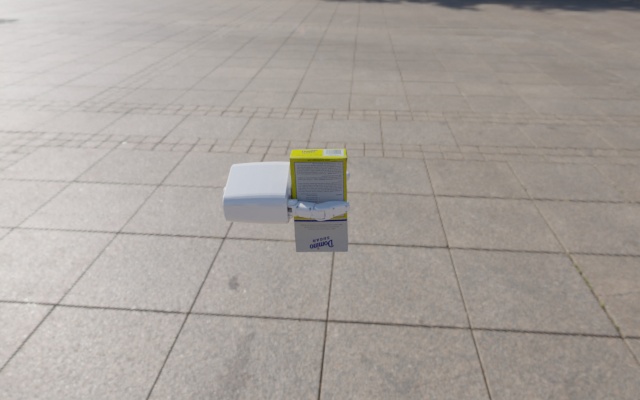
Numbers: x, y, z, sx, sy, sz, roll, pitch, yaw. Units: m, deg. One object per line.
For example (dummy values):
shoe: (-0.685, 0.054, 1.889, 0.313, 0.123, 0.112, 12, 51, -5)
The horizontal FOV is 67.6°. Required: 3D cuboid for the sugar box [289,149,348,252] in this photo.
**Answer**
sugar box: (0.000, 0.002, 0.806, 0.093, 0.176, 0.048, 0, 28, 3)
